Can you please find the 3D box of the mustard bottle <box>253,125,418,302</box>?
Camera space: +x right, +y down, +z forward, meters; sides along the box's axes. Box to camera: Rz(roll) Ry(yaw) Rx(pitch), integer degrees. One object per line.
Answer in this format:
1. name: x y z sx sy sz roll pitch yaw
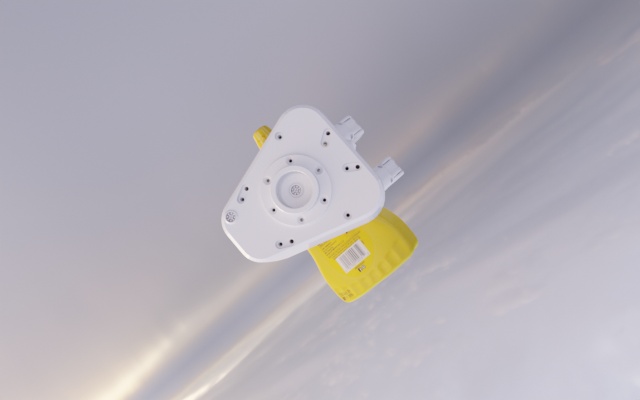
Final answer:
1. mustard bottle: 0.000 0.002 0.476 0.096 0.191 0.058 -43 -5 27
